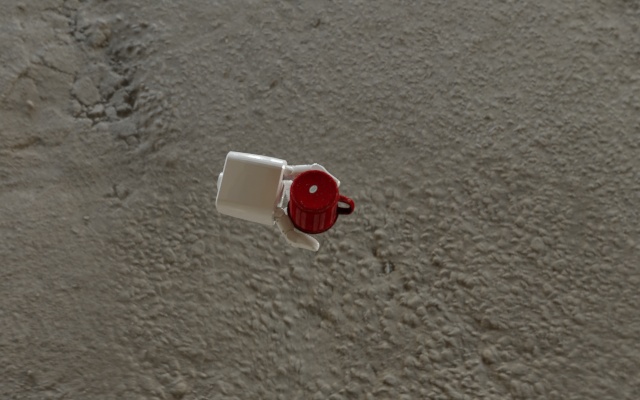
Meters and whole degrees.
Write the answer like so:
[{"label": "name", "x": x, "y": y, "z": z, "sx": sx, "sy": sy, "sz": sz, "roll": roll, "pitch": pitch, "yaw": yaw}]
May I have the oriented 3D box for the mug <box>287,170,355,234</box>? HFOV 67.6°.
[{"label": "mug", "x": 0.002, "y": 0.003, "z": 0.812, "sx": 0.117, "sy": 0.093, "sz": 0.081, "roll": 11, "pitch": -25, "yaw": 2}]
